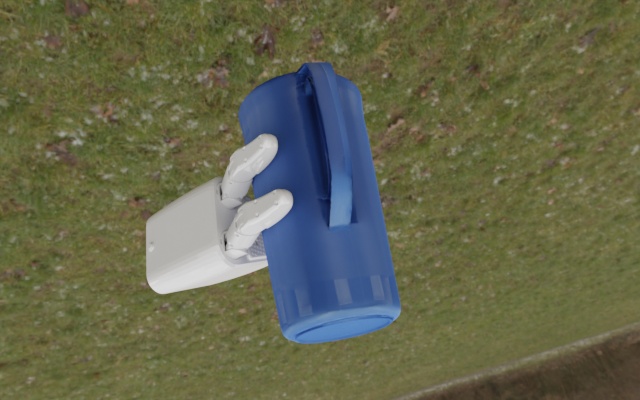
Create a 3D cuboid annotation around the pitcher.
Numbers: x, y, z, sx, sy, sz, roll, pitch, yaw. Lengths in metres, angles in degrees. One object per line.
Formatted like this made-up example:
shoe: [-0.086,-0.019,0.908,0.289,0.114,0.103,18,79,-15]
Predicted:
pitcher: [0.000,0.002,0.457,0.145,0.242,0.149,-24,-27,26]
